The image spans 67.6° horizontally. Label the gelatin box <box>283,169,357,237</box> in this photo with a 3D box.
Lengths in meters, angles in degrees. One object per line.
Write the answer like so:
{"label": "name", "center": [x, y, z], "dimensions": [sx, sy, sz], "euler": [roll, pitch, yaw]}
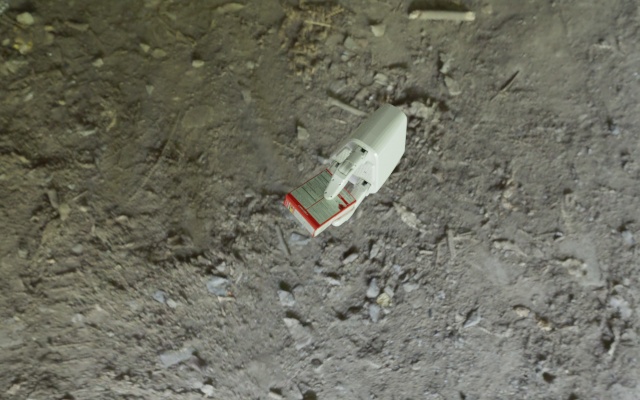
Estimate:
{"label": "gelatin box", "center": [0.000, 0.002, 0.735], "dimensions": [0.089, 0.073, 0.030], "euler": [-34, -18, -30]}
